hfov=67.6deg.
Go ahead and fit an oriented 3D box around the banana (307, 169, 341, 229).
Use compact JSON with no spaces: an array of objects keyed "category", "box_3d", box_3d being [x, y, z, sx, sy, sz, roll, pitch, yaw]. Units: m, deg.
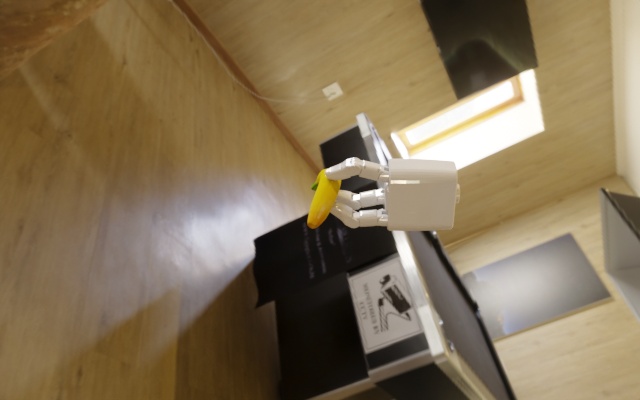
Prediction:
[{"category":"banana","box_3d":[0.008,-0.014,0.797,0.037,0.070,0.197,25,17,-6]}]
